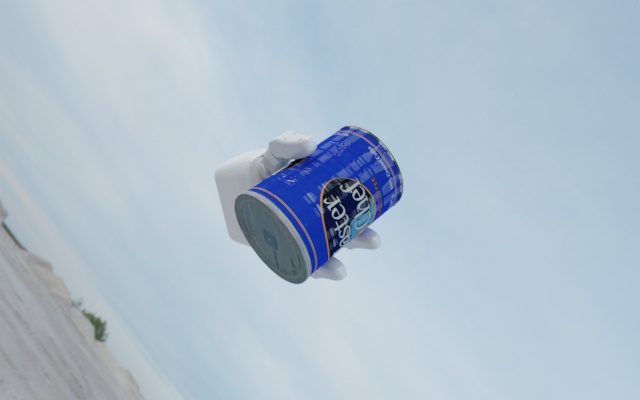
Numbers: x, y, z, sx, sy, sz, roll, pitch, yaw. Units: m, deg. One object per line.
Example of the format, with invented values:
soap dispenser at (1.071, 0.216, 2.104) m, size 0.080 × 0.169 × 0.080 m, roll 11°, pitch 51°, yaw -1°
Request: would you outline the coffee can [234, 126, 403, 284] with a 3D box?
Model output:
coffee can at (0.000, 0.002, 0.482) m, size 0.140 × 0.103 × 0.103 m, roll -37°, pitch 20°, yaw -29°
